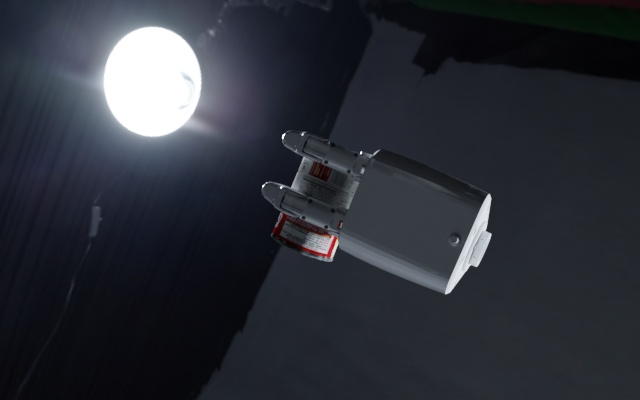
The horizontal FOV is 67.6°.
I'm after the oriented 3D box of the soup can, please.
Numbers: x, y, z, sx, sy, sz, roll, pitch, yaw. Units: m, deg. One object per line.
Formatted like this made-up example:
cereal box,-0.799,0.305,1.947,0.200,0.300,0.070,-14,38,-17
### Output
soup can,0.000,0.001,0.484,0.068,0.102,0.068,22,4,-2
